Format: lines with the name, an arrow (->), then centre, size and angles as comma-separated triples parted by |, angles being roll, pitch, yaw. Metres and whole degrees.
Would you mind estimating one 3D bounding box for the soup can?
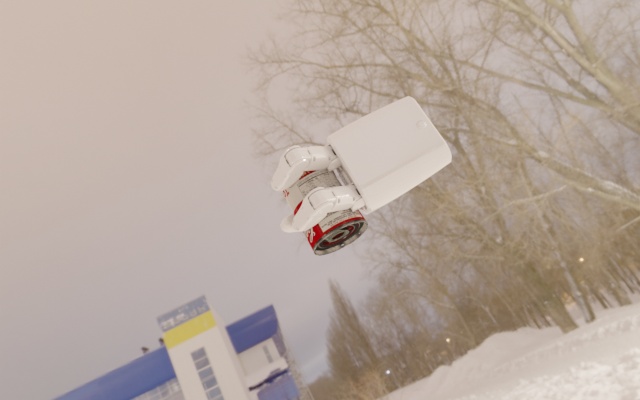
soup can -> 0.000, 0.002, 0.545 | 0.068, 0.102, 0.068 | -25, -22, -11
